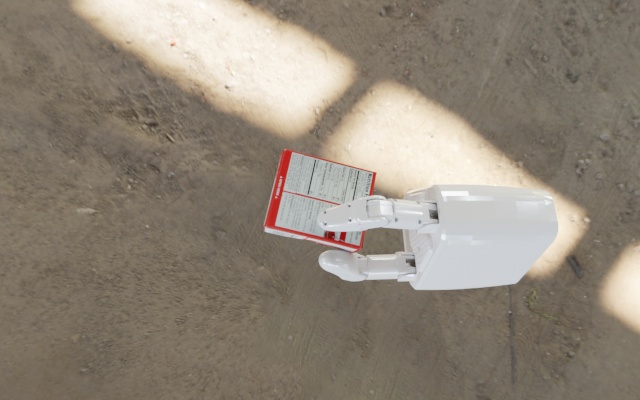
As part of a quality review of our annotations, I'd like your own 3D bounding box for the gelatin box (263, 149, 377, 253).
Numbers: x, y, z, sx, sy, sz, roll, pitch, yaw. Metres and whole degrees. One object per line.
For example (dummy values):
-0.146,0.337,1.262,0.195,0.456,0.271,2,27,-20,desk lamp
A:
0.000,0.001,0.429,0.089,0.073,0.030,14,-14,-8,gelatin box
